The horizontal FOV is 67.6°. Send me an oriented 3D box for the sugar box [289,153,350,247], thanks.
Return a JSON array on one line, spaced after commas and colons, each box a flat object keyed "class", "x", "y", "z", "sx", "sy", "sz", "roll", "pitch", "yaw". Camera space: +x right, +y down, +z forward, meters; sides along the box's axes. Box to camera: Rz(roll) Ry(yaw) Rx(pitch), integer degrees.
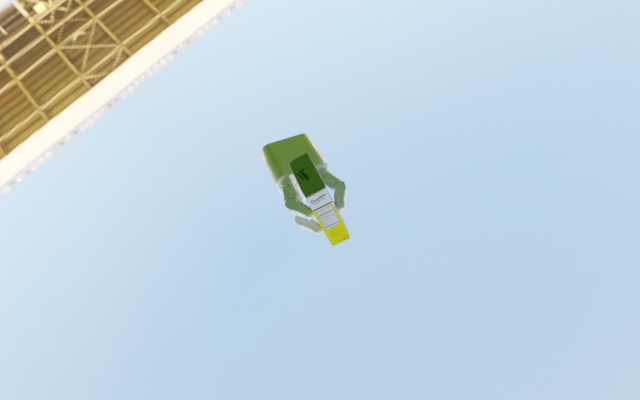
[{"class": "sugar box", "x": 0.000, "y": 0.003, "z": 0.876, "sx": 0.048, "sy": 0.093, "sz": 0.176, "roll": -29, "pitch": -38, "yaw": 2}]
